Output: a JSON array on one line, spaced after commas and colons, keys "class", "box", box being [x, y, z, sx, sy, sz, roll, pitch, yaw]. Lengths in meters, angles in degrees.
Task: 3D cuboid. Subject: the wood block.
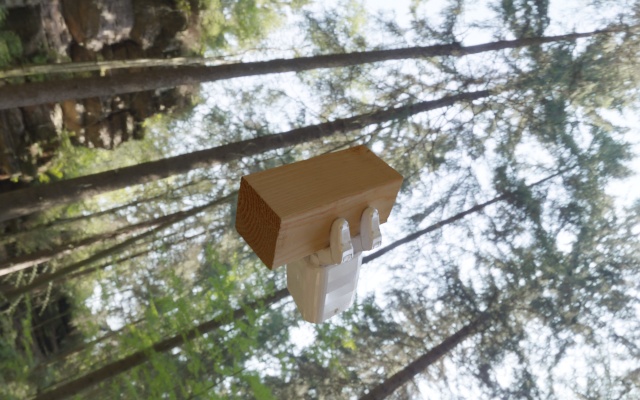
[{"class": "wood block", "box": [0.000, 0.002, 0.642, 0.206, 0.090, 0.090, -19, 48, -36]}]
